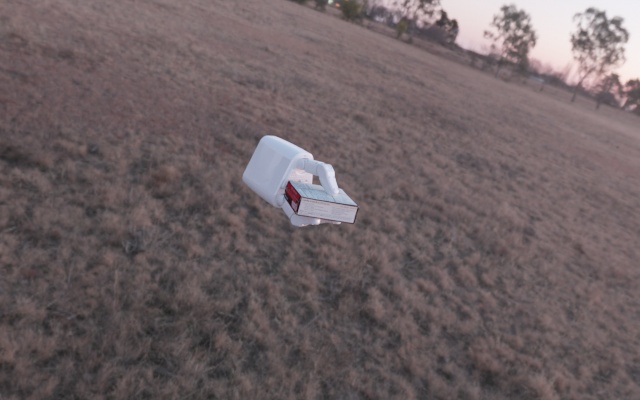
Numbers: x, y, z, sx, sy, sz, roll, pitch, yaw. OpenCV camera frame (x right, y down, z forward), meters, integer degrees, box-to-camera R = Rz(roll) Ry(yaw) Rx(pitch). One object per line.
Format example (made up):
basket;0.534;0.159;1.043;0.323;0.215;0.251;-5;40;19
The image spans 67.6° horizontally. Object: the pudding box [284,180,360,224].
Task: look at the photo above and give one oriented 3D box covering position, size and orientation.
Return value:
pudding box;0.000;0.003;0.842;0.113;0.039;0.090;8;19;-21
